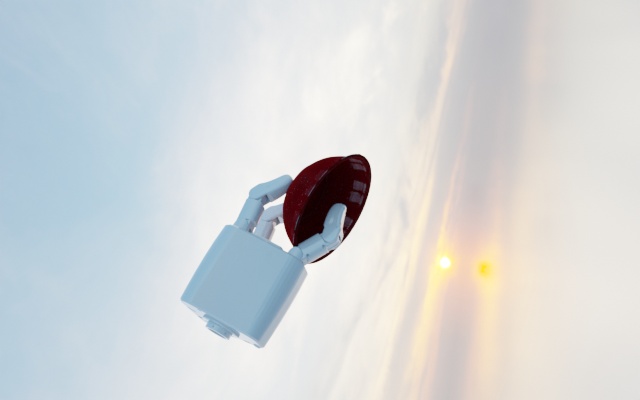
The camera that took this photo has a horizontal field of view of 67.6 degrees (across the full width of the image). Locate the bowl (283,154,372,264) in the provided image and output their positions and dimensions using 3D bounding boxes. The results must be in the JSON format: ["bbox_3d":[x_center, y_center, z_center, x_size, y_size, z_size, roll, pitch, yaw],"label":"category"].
[{"bbox_3d":[0.001,0.001,0.638,0.055,0.162,0.162,31,16,28],"label":"bowl"}]
